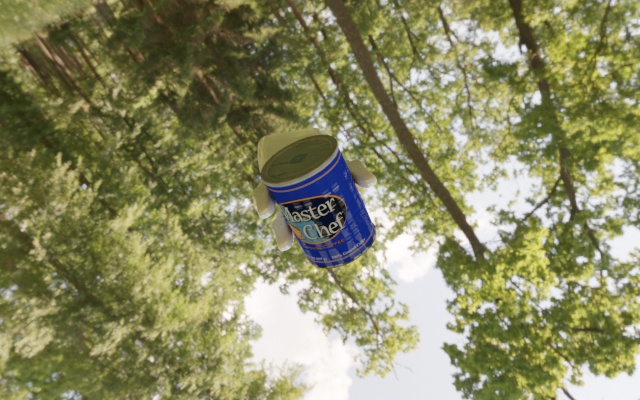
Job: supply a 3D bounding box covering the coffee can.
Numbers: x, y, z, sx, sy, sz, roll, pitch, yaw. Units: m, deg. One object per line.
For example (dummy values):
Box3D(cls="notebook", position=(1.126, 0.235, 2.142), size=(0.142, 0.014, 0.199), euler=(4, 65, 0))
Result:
Box3D(cls="coffee can", position=(0.000, 0.002, 0.612), size=(0.103, 0.140, 0.102), euler=(-20, 30, 12))
